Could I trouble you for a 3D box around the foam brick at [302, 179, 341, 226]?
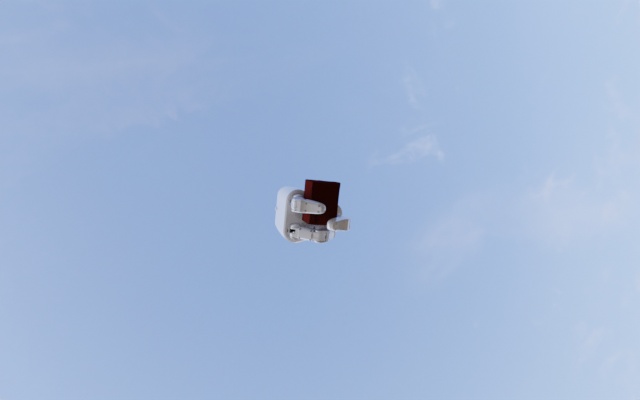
[{"bbox_3d":[0.000,0.002,0.845,0.053,0.078,0.051,4,6,-17],"label":"foam brick"}]
